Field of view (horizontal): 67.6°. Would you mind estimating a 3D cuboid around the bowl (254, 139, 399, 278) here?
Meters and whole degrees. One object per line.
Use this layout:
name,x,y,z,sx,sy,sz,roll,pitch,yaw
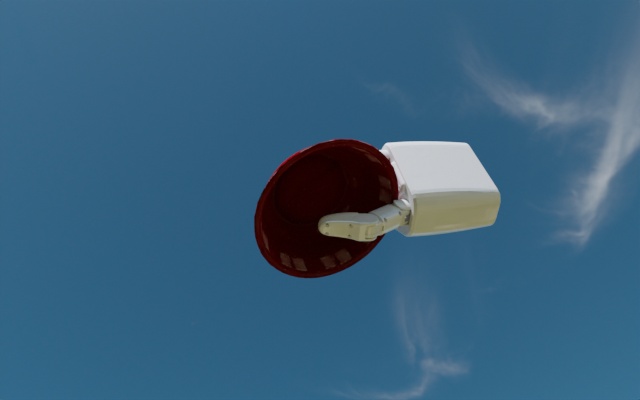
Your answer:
bowl,-0.001,0.001,0.506,0.162,0.162,0.055,0,28,-27
